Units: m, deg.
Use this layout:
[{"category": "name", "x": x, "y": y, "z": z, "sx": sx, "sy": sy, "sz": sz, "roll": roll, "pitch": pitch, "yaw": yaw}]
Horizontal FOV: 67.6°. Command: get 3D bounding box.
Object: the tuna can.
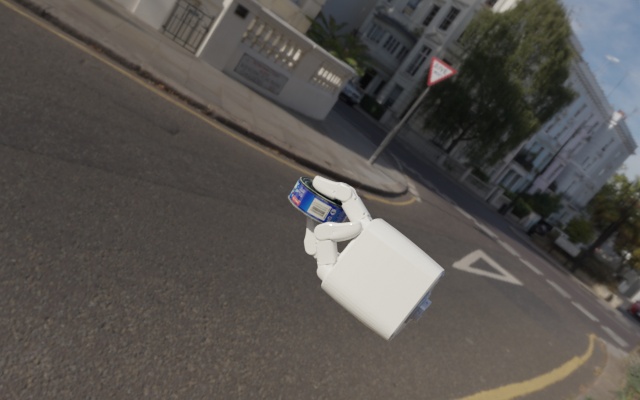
[{"category": "tuna can", "x": 0.000, "y": 0.002, "z": 0.664, "sx": 0.086, "sy": 0.034, "sz": 0.086, "roll": 29, "pitch": 13, "yaw": -7}]
